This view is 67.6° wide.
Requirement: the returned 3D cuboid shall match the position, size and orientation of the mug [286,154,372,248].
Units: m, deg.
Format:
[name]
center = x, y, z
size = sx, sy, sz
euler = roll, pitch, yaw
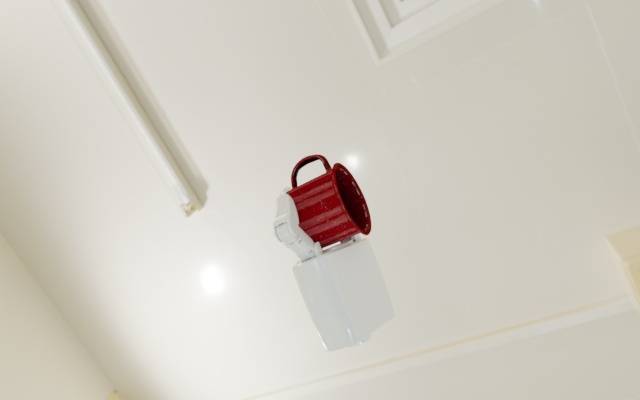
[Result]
[mug]
center = -0.001, 0.001, 0.578
size = 0.081, 0.117, 0.093
euler = -25, -7, 21
